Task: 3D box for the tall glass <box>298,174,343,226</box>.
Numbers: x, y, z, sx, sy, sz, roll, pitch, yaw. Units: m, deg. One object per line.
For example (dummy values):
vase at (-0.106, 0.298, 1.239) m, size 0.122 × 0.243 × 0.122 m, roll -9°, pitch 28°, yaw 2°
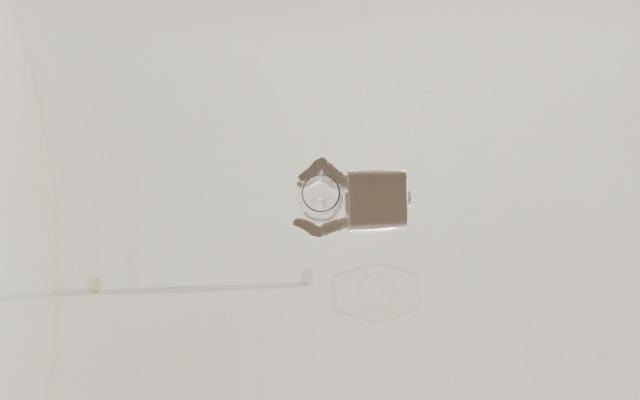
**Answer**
tall glass at (0.000, 0.003, 0.861) m, size 0.079 × 0.079 × 0.201 m, roll 0°, pitch -9°, yaw 0°
